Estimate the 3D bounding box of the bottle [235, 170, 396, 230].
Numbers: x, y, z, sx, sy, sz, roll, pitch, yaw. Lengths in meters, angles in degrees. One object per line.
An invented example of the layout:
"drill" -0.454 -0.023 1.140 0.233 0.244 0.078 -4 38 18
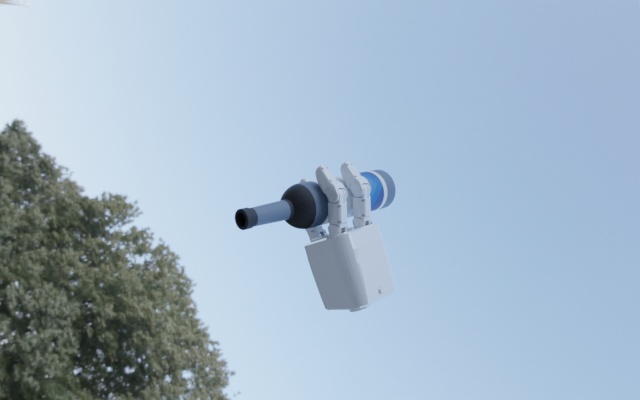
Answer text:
"bottle" 0.000 0.002 0.706 0.069 0.069 0.295 0 8 44
